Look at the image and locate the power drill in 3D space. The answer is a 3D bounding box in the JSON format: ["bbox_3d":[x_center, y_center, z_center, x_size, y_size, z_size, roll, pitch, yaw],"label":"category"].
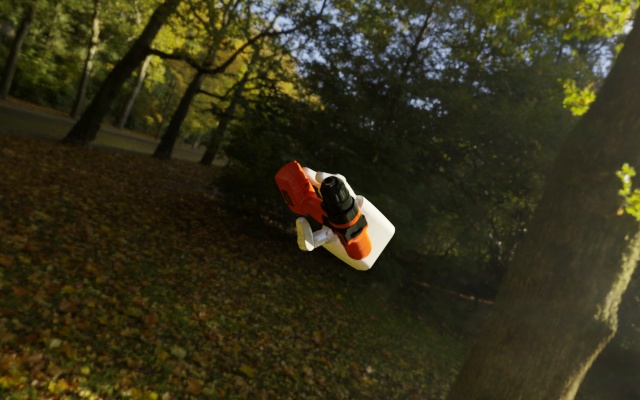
[{"bbox_3d":[0.000,0.003,0.808,0.057,0.185,0.187,-38,44,-15],"label":"power drill"}]
